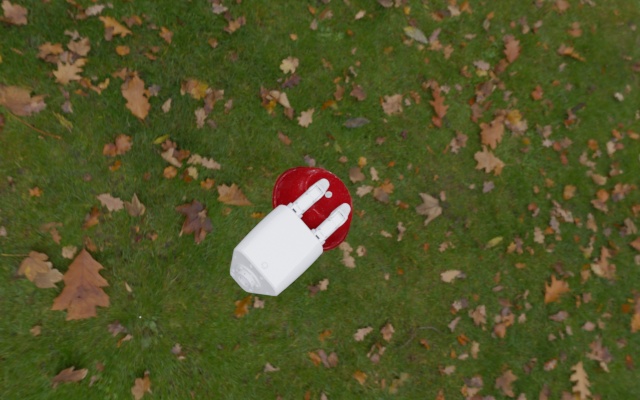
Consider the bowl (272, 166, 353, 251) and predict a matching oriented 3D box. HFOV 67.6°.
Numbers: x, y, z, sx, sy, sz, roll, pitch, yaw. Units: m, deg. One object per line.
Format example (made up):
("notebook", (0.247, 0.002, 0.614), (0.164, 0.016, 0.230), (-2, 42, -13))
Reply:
("bowl", (0.001, 0.002, 0.822), (0.162, 0.162, 0.055), (0, -23, -35))
